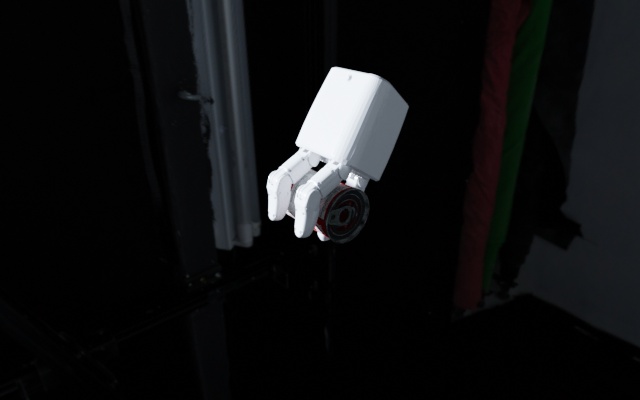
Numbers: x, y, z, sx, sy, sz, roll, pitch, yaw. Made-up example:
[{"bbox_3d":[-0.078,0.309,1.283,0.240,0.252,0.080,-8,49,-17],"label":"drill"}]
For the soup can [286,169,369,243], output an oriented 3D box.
[{"bbox_3d":[0.000,0.002,0.589,0.068,0.068,0.102,0,19,-44],"label":"soup can"}]
